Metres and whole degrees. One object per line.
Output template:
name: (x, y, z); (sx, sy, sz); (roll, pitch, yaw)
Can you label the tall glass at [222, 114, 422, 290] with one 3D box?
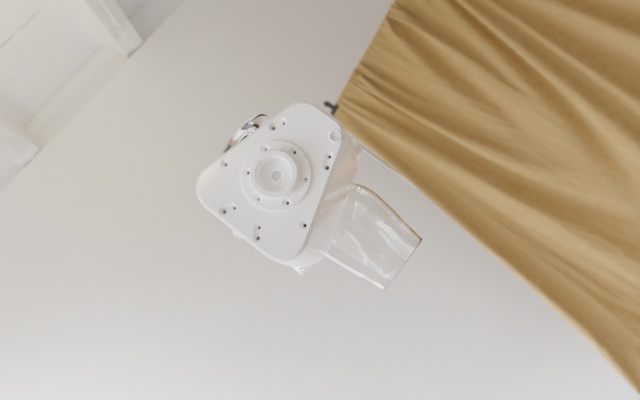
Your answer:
tall glass: (0.000, 0.001, 0.470); (0.201, 0.079, 0.079); (37, 7, 10)
